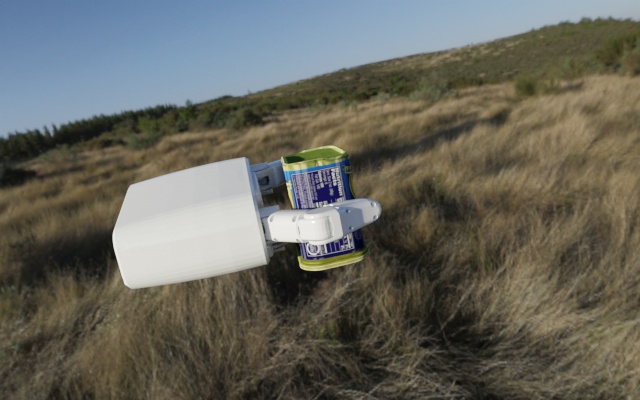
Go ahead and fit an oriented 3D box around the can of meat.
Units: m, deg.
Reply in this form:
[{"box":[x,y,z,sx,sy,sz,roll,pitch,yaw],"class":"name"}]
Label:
[{"box":[0.000,0.001,0.403,0.057,0.084,0.102,-12,11,-5],"class":"can of meat"}]
